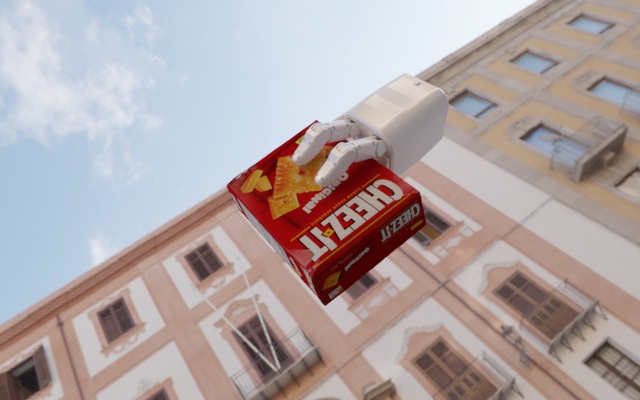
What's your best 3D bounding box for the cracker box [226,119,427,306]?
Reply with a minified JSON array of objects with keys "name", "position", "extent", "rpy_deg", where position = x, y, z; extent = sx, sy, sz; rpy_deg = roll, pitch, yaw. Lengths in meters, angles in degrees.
[{"name":"cracker box","position":[0.000,0.002,0.613],"extent":[0.164,0.072,0.213],"rpy_deg":[-37,48,-13]}]
